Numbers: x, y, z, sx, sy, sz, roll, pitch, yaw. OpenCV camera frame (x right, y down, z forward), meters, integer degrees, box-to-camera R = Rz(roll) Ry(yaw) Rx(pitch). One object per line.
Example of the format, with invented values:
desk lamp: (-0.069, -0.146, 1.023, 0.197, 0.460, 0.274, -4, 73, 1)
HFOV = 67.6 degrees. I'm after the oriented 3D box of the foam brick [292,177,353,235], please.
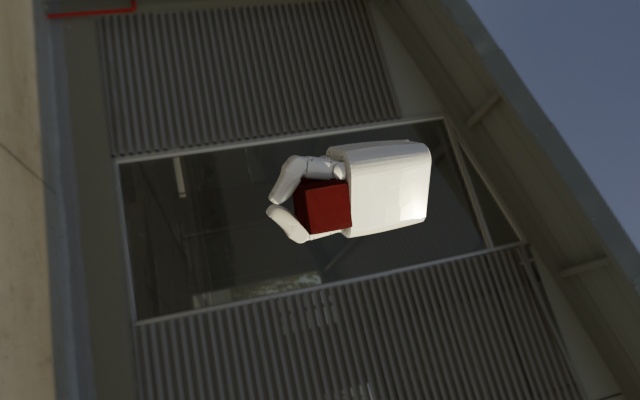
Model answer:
foam brick: (0.000, 0.002, 0.553, 0.051, 0.053, 0.078, -9, 14, -13)
